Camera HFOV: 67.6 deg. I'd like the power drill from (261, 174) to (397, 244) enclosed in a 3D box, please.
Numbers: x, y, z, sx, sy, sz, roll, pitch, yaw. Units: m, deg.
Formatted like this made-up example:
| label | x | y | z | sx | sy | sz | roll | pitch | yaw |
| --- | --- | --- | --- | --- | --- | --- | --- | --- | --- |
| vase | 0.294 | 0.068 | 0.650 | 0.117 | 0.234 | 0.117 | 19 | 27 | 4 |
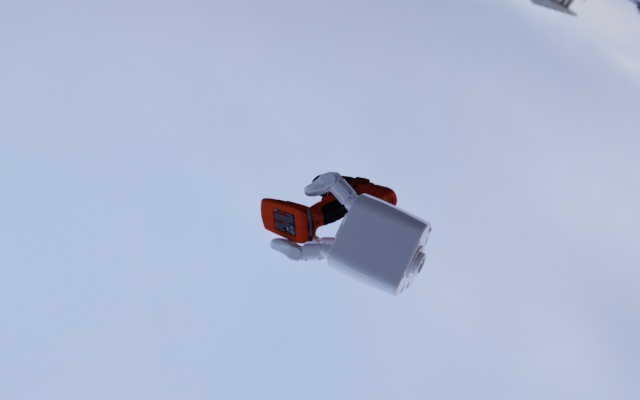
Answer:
| label | x | y | z | sx | sy | sz | roll | pitch | yaw |
| --- | --- | --- | --- | --- | --- | --- | --- | --- | --- |
| power drill | 0.000 | 0.003 | 0.767 | 0.187 | 0.057 | 0.184 | -21 | 23 | -37 |
